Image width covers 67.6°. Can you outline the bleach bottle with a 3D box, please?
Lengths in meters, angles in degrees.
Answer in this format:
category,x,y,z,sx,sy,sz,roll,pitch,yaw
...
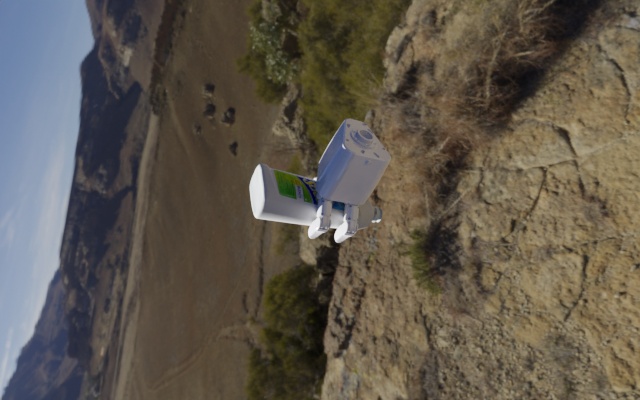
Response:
category,x,y,z,sx,sy,sz,roll,pitch,yaw
bleach bottle,0.000,0.003,0.886,0.251,0.102,0.068,10,-48,-25
